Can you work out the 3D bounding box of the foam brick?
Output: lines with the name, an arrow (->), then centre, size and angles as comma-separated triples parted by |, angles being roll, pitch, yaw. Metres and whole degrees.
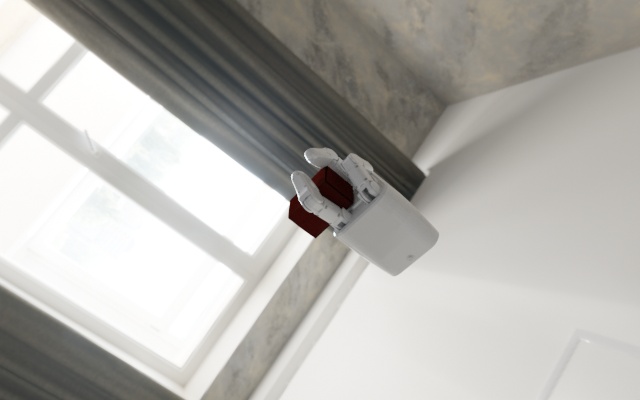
foam brick -> 0.000, 0.002, 0.649 | 0.051, 0.078, 0.053 | 38, 24, -18
